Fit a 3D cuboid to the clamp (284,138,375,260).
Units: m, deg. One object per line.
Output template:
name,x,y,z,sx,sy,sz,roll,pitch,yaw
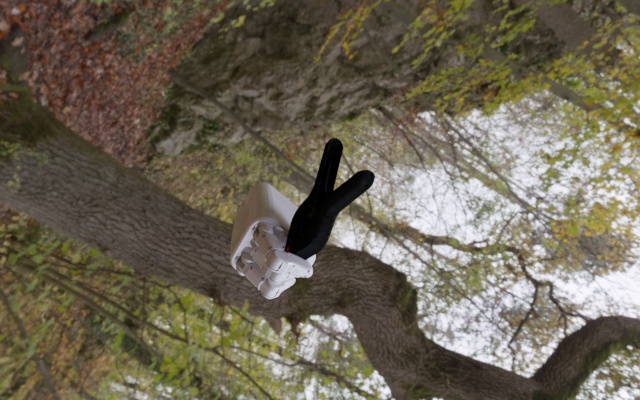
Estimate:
clamp,0.001,0.002,0.619,0.039,0.171,0.120,26,24,-25
